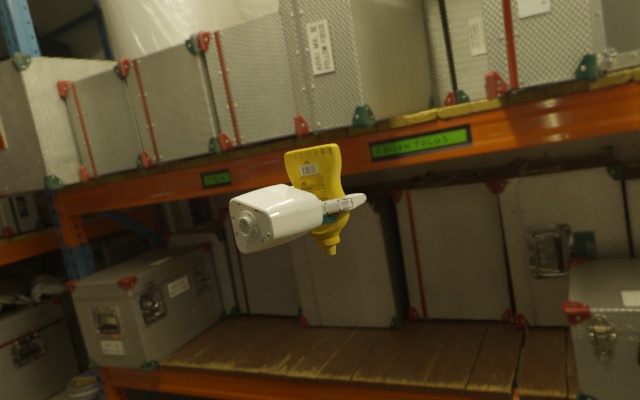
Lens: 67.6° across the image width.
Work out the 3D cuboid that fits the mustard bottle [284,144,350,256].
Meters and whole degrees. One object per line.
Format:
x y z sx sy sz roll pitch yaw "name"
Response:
0.000 0.002 0.831 0.096 0.191 0.058 -8 7 22 "mustard bottle"
